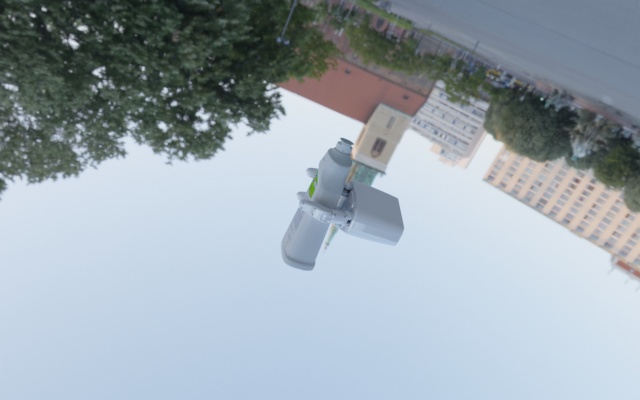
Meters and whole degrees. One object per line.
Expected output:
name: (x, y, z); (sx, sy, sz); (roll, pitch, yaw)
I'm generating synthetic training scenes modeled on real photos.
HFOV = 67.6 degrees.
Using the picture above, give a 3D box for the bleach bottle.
bleach bottle: (0.000, 0.003, 0.895); (0.068, 0.251, 0.102); (18, 23, -17)
